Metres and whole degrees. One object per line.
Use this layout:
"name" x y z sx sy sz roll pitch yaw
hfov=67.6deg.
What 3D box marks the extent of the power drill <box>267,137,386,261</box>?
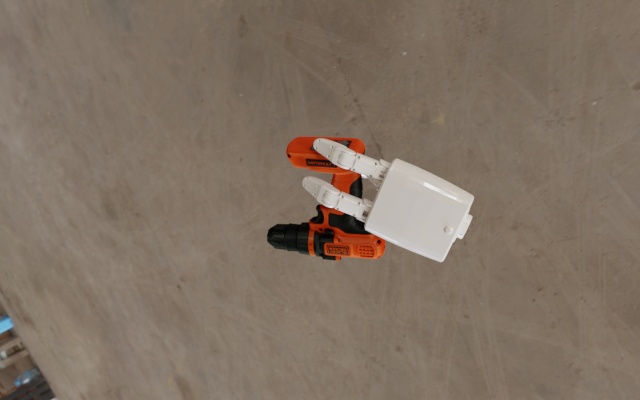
"power drill" 0.000 0.002 0.689 0.184 0.188 0.057 2 34 13
